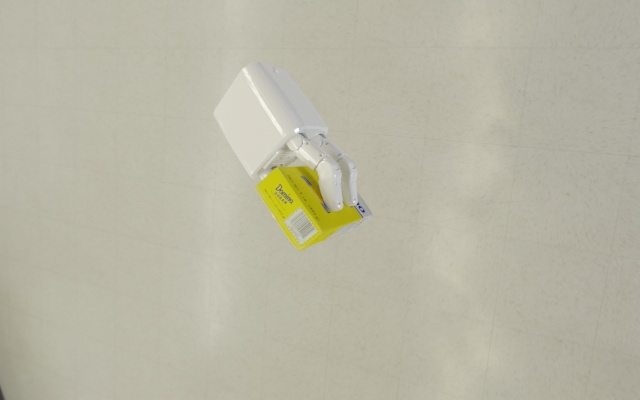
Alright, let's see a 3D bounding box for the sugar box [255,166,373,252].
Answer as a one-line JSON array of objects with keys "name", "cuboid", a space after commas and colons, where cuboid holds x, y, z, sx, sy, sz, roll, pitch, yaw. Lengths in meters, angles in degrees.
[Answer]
[{"name": "sugar box", "cuboid": [0.000, 0.002, 0.606, 0.048, 0.093, 0.176, -39, -10, 25]}]
